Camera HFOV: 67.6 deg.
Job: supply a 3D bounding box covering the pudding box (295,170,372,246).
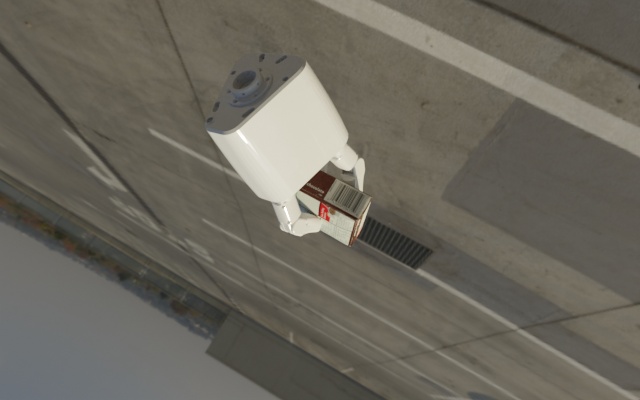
[{"bbox_3d":[0.000,0.002,0.575,0.113,0.039,0.090,30,-22,10],"label":"pudding box"}]
